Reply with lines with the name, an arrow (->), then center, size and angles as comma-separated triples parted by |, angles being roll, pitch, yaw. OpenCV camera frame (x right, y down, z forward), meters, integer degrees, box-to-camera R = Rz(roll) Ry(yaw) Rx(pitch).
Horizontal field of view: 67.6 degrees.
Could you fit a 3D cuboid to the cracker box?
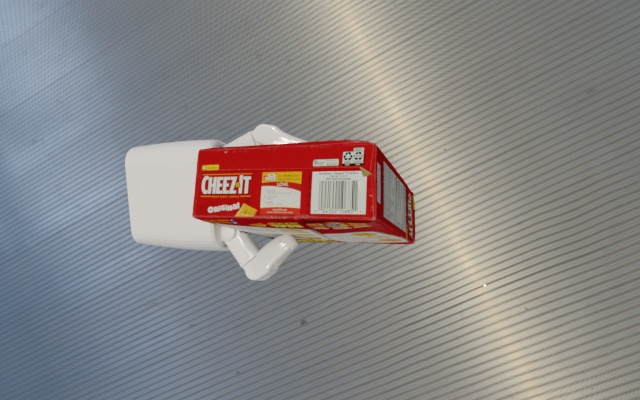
cracker box -> 0.000, 0.002, 0.487 | 0.164, 0.072, 0.214 | -1, -10, 19
